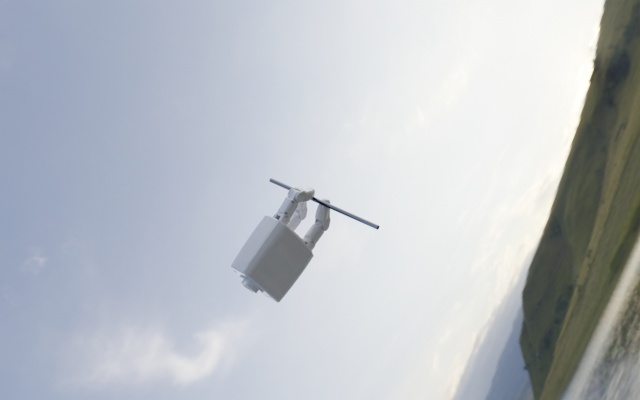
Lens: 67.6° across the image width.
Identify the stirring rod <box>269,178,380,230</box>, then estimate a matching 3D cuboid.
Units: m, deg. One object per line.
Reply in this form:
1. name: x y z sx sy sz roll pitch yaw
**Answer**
1. stirring rod: 0.000 0.003 0.840 0.239 0.011 0.011 24 13 31
